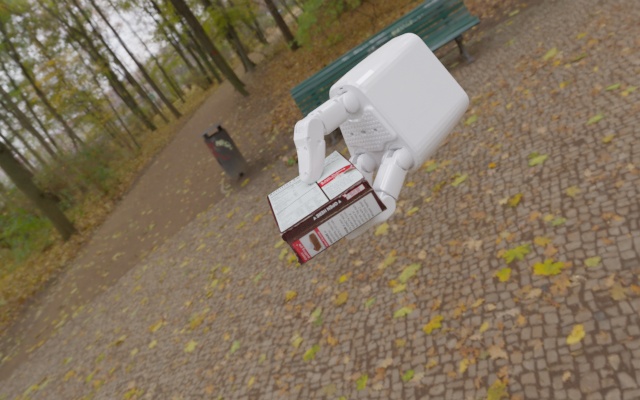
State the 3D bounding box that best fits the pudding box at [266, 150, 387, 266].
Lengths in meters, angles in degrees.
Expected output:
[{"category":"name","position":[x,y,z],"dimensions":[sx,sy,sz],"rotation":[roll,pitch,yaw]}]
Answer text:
[{"category":"pudding box","position":[0.000,0.001,0.447],"dimensions":[0.090,0.039,0.113],"rotation":[-34,20,0]}]
